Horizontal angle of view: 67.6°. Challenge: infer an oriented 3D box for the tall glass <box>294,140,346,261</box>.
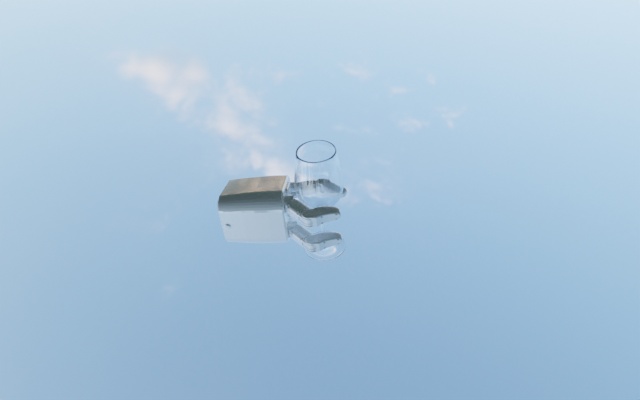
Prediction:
[{"bbox_3d":[0.000,0.003,0.777,0.079,0.201,0.079,-3,39,2],"label":"tall glass"}]
